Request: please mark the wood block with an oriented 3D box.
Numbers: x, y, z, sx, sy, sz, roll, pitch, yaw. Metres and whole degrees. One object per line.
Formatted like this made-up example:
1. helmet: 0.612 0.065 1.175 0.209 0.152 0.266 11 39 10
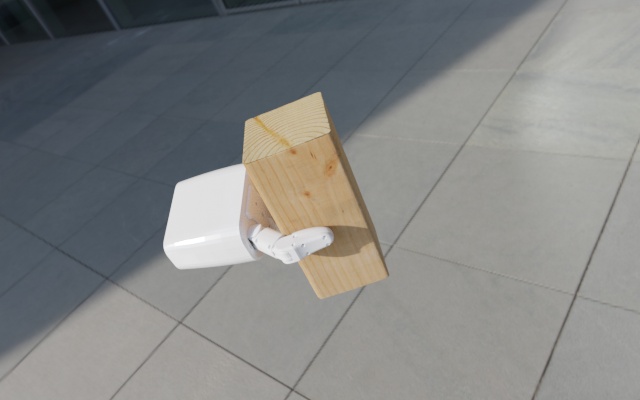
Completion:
1. wood block: 0.000 0.002 0.530 0.090 0.206 0.090 -19 37 8
